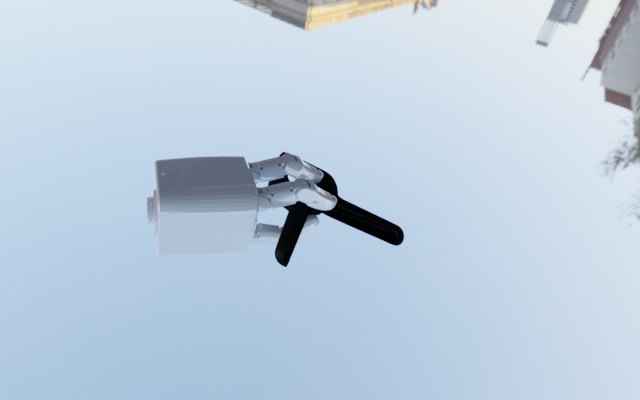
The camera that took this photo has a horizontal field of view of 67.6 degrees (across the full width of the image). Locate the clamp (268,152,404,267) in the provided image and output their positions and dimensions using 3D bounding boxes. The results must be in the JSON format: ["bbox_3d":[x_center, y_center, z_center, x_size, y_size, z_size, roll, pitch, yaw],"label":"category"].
[{"bbox_3d":[0.000,0.002,0.614,0.164,0.036,0.209,-2,36,-21],"label":"clamp"}]
